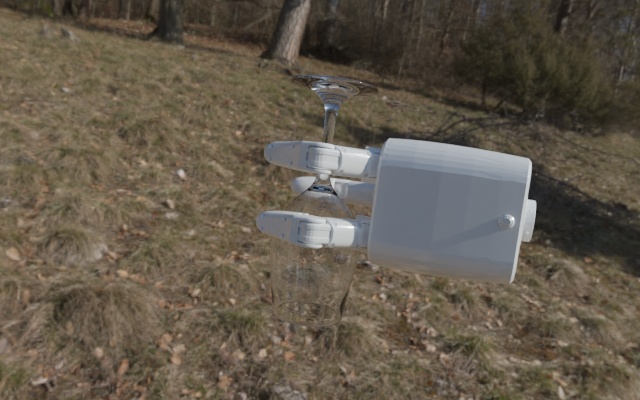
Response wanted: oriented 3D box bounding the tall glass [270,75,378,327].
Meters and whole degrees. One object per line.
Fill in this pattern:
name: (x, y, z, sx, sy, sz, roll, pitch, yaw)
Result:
tall glass: (0.000, 0.001, 0.409, 0.079, 0.201, 0.079, 7, 4, -1)
